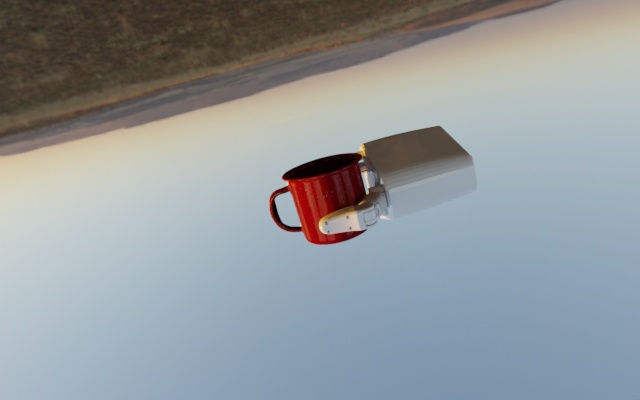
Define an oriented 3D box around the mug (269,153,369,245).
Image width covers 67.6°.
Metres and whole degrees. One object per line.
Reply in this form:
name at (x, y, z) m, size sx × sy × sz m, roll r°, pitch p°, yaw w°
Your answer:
mug at (-0.001, 0.002, 0.544) m, size 0.117 × 0.081 × 0.093 m, roll -16°, pitch 16°, yaw -2°
